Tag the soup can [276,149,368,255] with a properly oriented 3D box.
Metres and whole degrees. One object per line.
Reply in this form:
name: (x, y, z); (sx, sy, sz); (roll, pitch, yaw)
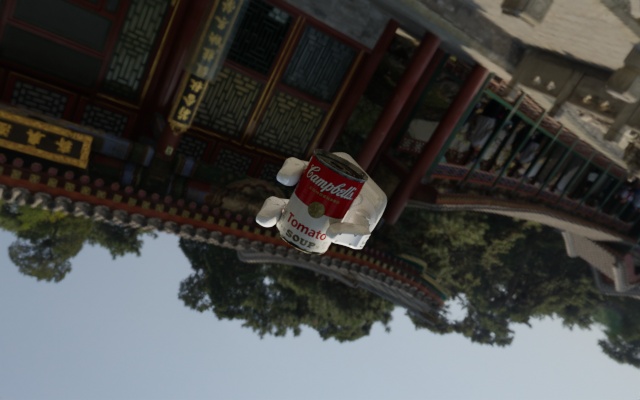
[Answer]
soup can: (0.000, 0.002, 0.544); (0.068, 0.102, 0.068); (26, 18, -9)
